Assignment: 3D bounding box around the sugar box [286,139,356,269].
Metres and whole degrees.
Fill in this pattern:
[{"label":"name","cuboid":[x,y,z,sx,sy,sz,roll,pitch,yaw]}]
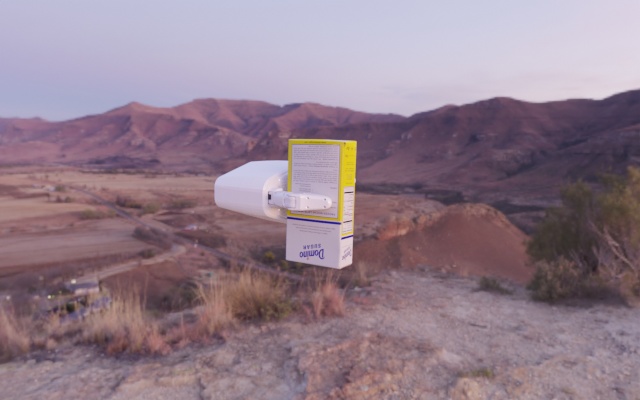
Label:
[{"label":"sugar box","cuboid":[0.000,0.002,0.680,0.093,0.176,0.048,6,9,31]}]
